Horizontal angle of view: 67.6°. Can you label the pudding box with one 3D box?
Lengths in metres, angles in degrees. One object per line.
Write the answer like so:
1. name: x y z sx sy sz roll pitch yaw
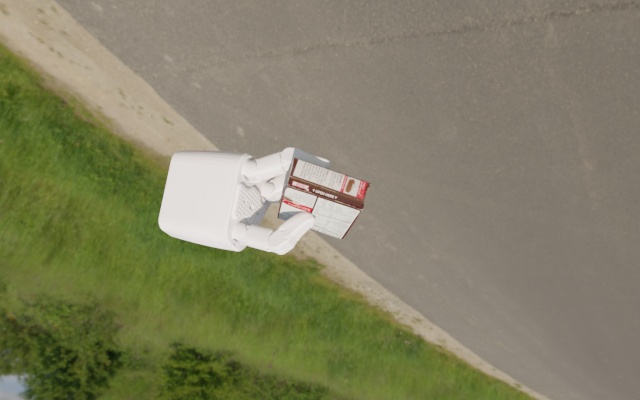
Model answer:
1. pudding box: 0.000 0.002 0.559 0.090 0.039 0.113 18 -22 -3
